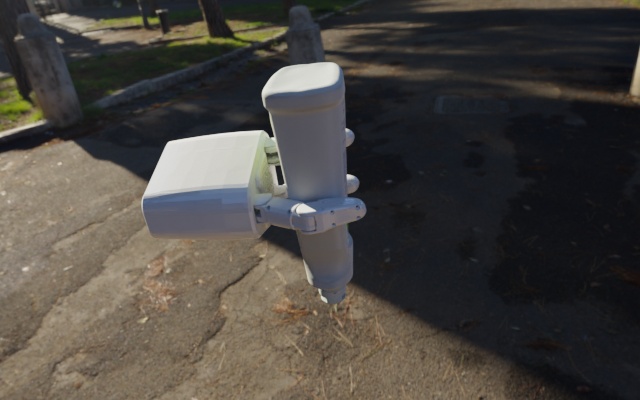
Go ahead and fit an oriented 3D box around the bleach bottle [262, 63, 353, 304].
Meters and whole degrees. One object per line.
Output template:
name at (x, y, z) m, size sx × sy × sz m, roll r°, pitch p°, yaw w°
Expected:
bleach bottle at (0.000, 0.001, 0.470) m, size 0.068 × 0.251 × 0.102 m, roll -3°, pitch 28°, yaw 7°
